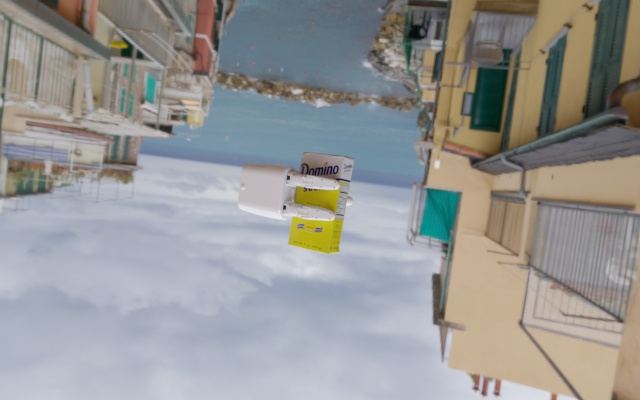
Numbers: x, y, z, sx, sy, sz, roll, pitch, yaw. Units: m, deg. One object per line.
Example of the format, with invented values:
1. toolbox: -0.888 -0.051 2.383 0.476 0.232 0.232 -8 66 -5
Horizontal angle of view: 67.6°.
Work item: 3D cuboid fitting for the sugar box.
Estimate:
1. sugar box: 0.000 0.003 0.873 0.093 0.176 0.048 9 3 31
